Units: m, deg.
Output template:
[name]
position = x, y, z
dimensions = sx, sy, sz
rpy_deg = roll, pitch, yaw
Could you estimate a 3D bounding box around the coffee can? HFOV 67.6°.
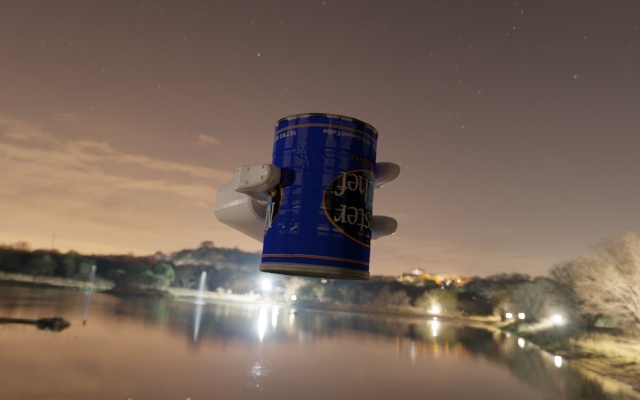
[coffee can]
position = 0.000, 0.002, 0.454
dimensions = 0.103, 0.140, 0.103
rpy_deg = 5, -11, 1
